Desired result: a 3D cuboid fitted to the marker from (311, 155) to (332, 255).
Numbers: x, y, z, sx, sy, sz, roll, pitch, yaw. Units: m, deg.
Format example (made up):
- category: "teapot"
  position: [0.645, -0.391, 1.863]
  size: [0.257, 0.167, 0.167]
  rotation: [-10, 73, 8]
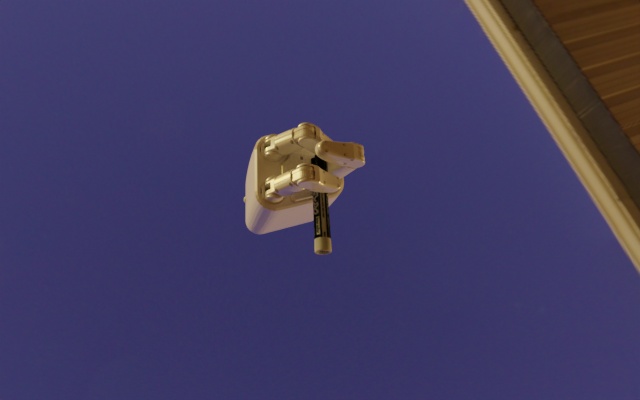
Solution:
- category: "marker"
  position: [0.000, 0.002, 0.550]
  size: [0.020, 0.121, 0.020]
  rotation: [-3, -22, -1]
